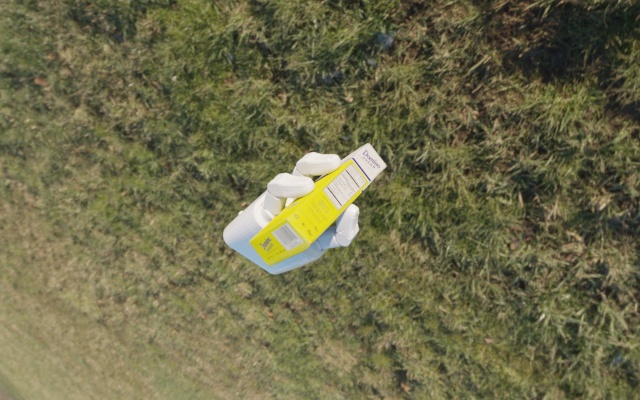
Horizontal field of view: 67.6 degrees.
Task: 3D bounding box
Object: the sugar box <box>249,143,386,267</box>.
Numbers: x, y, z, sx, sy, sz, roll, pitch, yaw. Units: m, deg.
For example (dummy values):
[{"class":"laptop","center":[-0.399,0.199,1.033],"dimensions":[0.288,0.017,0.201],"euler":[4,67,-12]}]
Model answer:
[{"class":"sugar box","center":[0.000,0.002,0.584],"dimensions":[0.093,0.048,0.176],"euler":[-31,13,48]}]
